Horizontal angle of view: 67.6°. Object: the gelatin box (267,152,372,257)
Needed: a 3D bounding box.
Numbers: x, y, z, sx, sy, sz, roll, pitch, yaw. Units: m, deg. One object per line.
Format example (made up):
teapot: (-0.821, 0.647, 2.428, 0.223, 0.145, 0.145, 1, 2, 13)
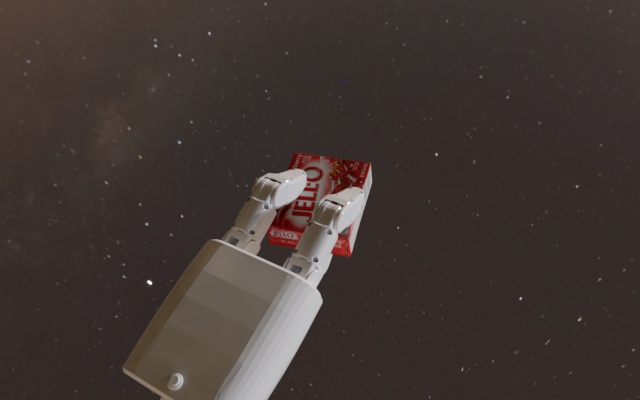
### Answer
gelatin box: (0.000, 0.001, 0.417, 0.073, 0.089, 0.030, 9, -38, 15)
